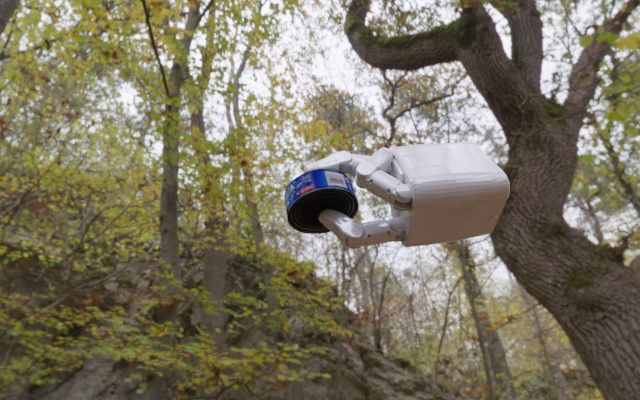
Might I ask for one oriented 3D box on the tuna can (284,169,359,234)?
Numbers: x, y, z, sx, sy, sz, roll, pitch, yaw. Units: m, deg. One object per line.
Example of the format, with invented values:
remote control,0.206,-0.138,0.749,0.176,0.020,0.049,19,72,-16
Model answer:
tuna can,0.000,0.001,0.569,0.086,0.033,0.086,-9,-38,-7
